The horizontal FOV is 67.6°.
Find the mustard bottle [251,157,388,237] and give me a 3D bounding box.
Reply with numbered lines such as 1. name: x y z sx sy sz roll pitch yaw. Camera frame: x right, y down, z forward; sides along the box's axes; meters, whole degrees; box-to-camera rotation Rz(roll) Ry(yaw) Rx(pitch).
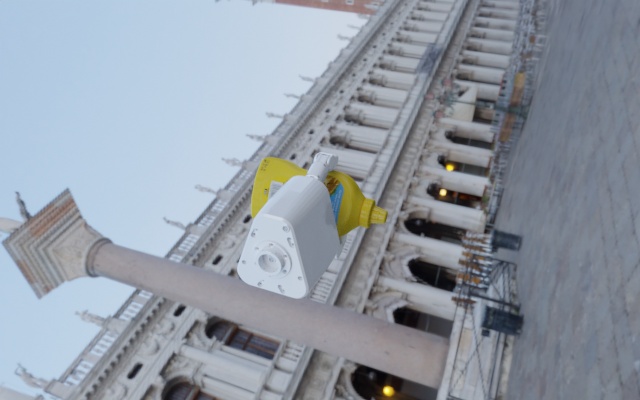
1. mustard bottle: 0.000 0.002 0.678 0.191 0.096 0.058 13 5 16
